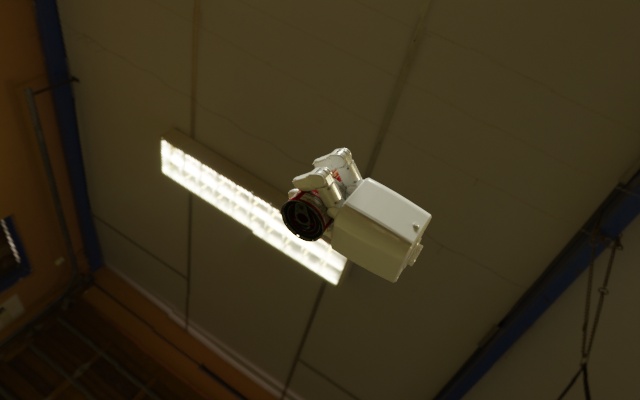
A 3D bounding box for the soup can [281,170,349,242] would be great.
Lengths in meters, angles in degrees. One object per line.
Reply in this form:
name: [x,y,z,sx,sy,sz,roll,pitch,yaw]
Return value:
soup can: [0.000,0.002,0.681,0.068,0.068,0.102,0,32,37]
